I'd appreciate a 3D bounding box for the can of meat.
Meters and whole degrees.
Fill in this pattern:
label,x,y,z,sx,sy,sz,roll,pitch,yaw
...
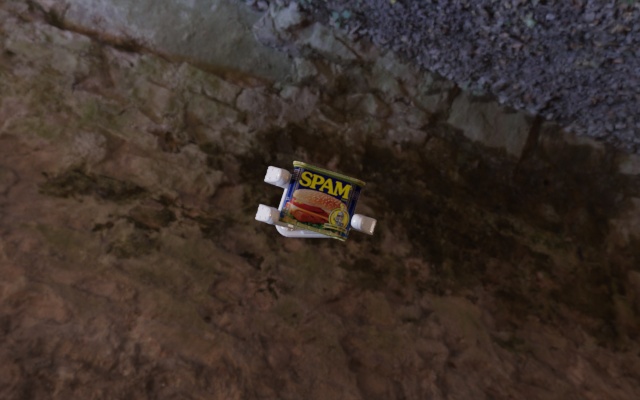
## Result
label,x,y,z,sx,sy,sz,roll,pitch,yaw
can of meat,0.000,0.002,0.653,0.102,0.084,0.057,17,-3,-1
